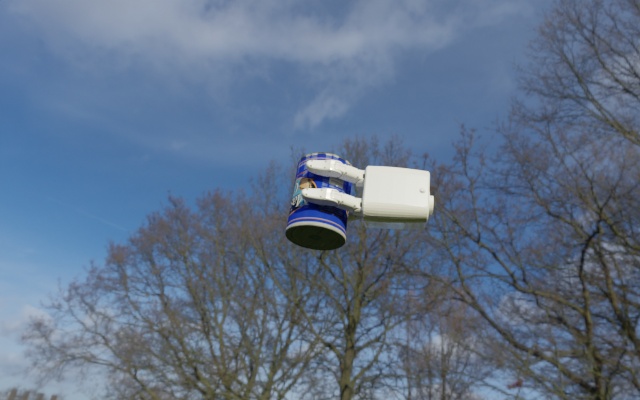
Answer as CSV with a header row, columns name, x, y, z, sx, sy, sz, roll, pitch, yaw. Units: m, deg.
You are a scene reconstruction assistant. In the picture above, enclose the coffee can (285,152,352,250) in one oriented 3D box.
name,x,y,z,sx,sy,sz,roll,pitch,yaw
coffee can,0.000,0.003,0.832,0.103,0.140,0.103,7,-28,3
